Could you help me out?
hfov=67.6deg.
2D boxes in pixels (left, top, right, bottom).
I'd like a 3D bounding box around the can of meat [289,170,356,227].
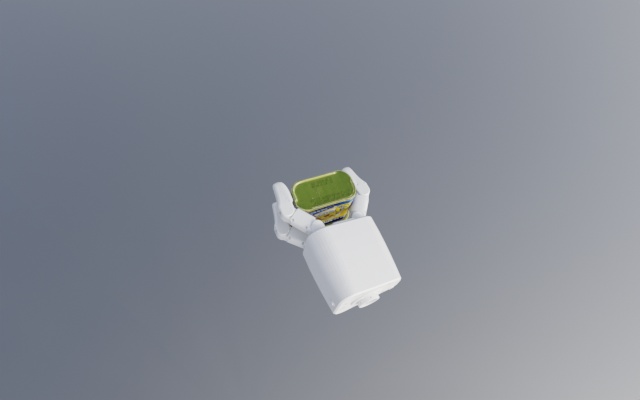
[{"bbox_3d":[0.000,0.002,0.739,0.102,0.057,0.084,-17,-22,-16],"label":"can of meat"}]
